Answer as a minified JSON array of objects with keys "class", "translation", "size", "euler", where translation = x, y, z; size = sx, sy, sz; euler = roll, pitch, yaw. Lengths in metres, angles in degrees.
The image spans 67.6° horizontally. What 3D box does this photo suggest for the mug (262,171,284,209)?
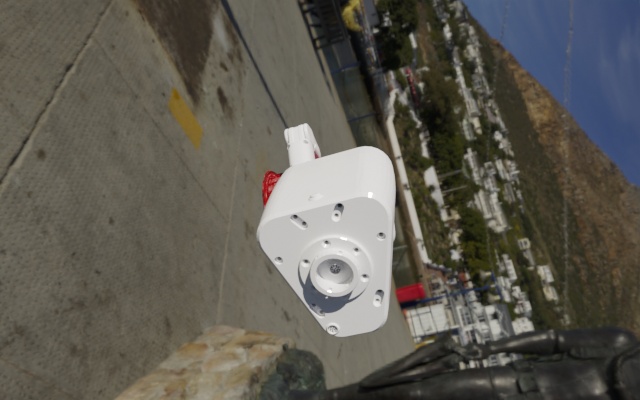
[{"class":"mug","translation":[0.000,0.001,0.477],"size":[0.081,0.093,0.117],"euler":[-14,19,12]}]
